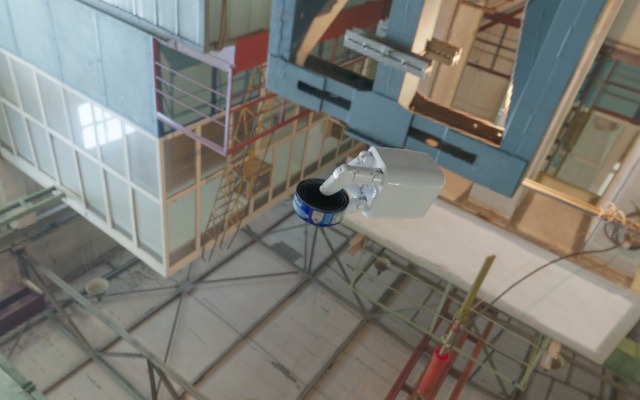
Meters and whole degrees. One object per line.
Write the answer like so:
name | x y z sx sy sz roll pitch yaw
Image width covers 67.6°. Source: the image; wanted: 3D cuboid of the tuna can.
tuna can | 0.000 0.003 0.749 0.086 0.034 0.086 12 35 -8
